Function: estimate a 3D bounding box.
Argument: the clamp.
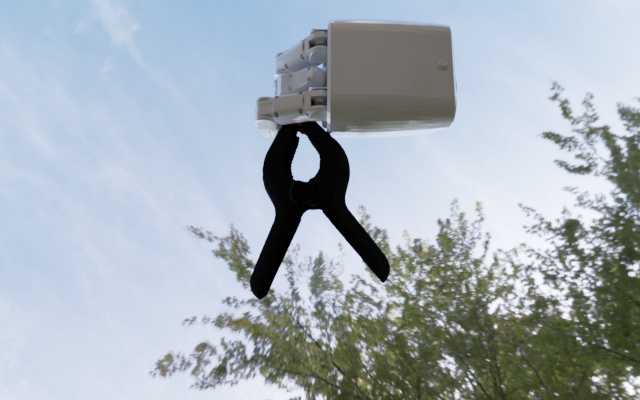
[{"bbox_3d":[0.000,0.001,0.422,0.120,0.171,0.039,1,-9,3],"label":"clamp"}]
